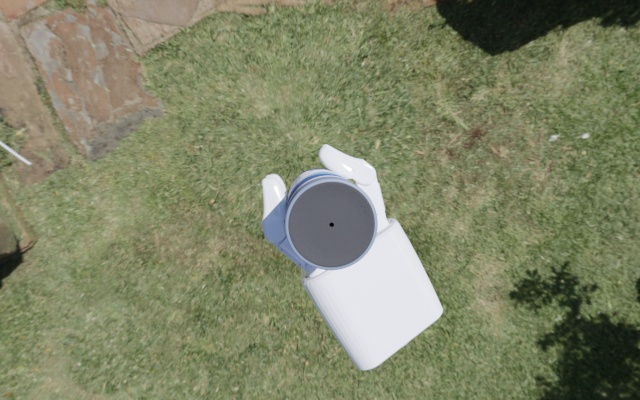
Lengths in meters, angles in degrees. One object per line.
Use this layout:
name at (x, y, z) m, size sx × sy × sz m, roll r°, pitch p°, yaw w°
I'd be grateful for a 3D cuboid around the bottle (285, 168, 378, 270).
bottle at (0.000, 0.002, 0.484) m, size 0.069 × 0.069 × 0.295 m, roll 0°, pitch 6°, yaw -3°
